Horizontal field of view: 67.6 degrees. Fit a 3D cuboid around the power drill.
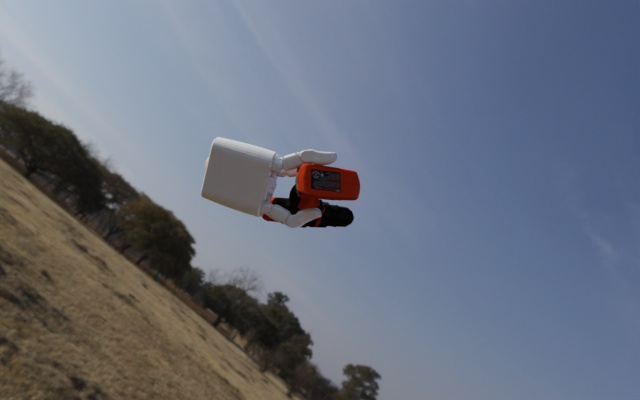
[{"bbox_3d":[0.000,0.003,0.851,0.184,0.057,0.188,5,-23,-19],"label":"power drill"}]
